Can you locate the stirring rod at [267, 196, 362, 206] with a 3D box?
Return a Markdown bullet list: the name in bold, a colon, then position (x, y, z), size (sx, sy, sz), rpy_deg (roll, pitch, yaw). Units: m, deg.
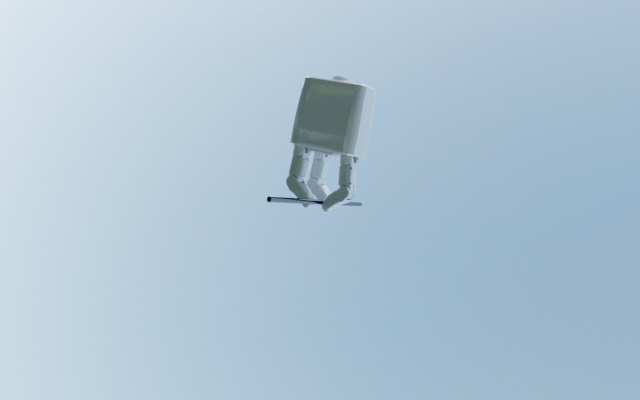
- **stirring rod**: position (0.000, 0.002, 0.737), size (0.011, 0.011, 0.239), rpy_deg (0, -2, 35)
